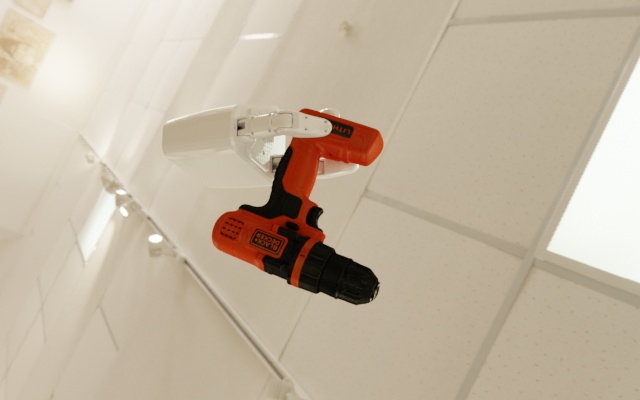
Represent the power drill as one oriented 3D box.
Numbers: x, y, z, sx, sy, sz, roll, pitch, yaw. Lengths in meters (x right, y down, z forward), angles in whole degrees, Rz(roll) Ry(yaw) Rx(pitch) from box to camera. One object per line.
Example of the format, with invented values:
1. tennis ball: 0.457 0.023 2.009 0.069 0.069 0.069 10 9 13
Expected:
1. power drill: 0.000 0.001 0.510 0.184 0.187 0.057 21 -21 14
